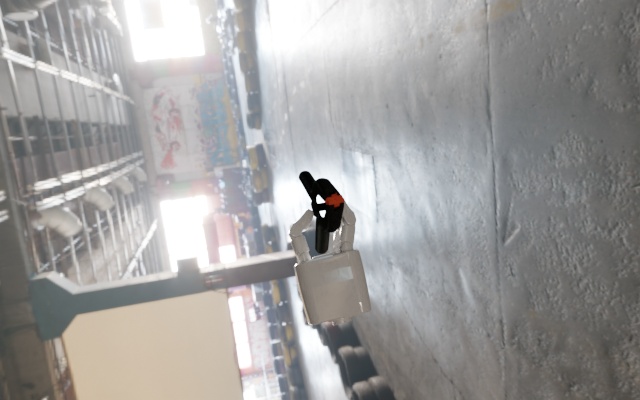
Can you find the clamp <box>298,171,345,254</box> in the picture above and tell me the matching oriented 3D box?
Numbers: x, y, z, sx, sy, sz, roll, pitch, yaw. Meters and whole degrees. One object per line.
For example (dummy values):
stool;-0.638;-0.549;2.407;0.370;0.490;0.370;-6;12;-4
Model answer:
clamp;0.000;0.003;0.849;0.036;0.164;0.210;-13;-11;-13
